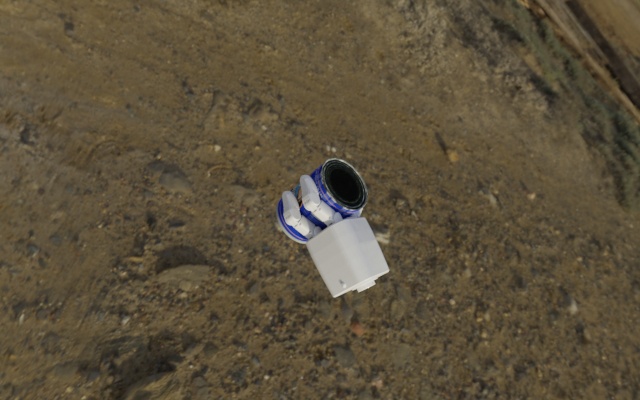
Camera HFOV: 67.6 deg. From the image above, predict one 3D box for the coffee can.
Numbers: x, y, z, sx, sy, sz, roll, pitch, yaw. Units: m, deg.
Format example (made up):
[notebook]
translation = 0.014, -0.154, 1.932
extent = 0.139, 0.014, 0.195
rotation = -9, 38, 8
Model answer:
[coffee can]
translation = 0.000, 0.003, 0.857
extent = 0.103, 0.102, 0.140
rotation = 0, -27, -43
